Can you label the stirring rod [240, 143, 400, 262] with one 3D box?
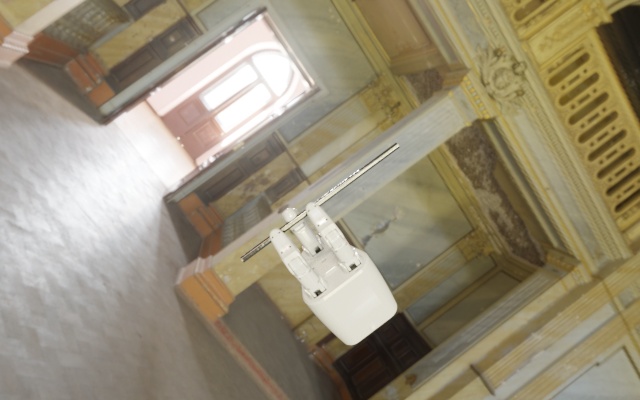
[{"bbox_3d":[0.000,0.002,0.594,0.239,0.011,0.011,-36,2,-3],"label":"stirring rod"}]
